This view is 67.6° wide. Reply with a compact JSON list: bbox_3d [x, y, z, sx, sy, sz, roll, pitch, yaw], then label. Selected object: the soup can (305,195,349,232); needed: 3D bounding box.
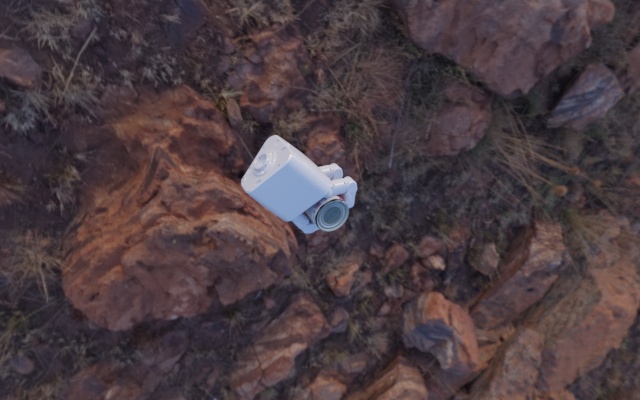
[{"bbox_3d":[0.000,0.003,0.879,0.068,0.068,0.102,0,29,-30],"label":"soup can"}]
